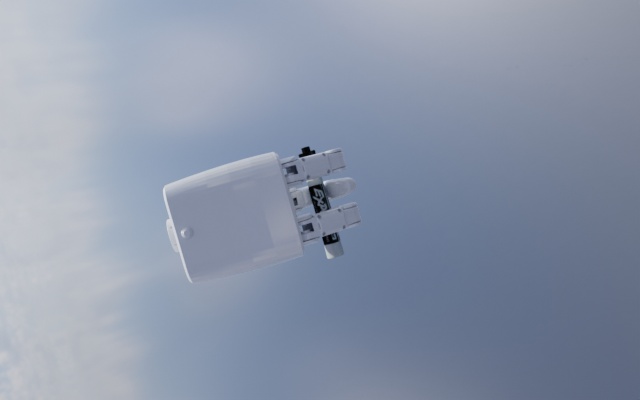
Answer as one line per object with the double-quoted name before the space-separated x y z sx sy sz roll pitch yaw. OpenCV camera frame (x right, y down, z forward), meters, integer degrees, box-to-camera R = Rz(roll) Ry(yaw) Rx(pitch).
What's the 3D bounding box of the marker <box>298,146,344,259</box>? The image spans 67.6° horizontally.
"marker" 0.000 0.002 0.508 0.020 0.121 0.020 -16 1 0
